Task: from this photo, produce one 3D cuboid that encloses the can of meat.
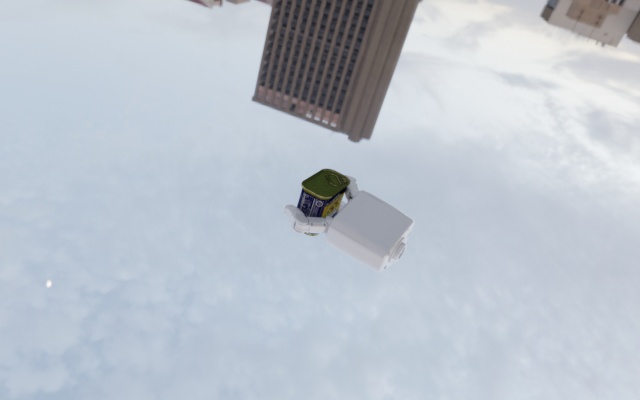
[{"bbox_3d":[0.000,0.003,0.826,0.057,0.084,0.102,28,32,18],"label":"can of meat"}]
